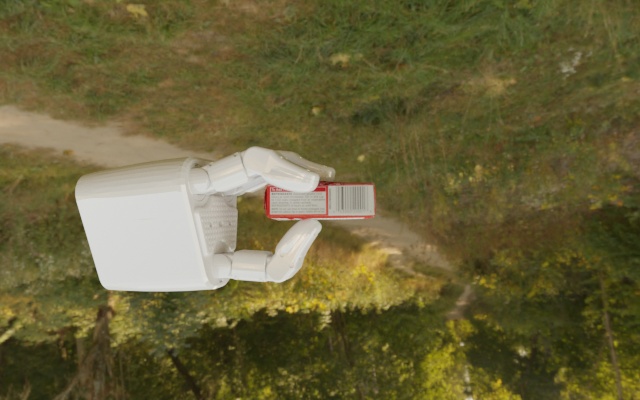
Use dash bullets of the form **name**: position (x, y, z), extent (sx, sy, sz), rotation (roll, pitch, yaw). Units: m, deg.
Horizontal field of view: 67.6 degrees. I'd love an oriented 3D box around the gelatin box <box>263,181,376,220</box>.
- **gelatin box**: position (0.000, 0.002, 0.410), extent (0.089, 0.030, 0.073), rotation (0, -3, 1)
